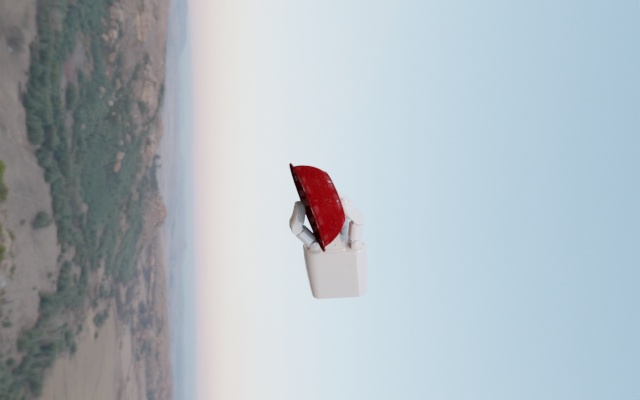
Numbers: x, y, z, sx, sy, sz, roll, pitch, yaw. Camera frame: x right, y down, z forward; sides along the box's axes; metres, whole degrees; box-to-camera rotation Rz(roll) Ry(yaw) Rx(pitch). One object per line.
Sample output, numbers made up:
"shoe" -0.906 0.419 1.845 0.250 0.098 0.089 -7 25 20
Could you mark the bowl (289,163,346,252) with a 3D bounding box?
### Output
"bowl" 0.000 0.002 0.811 0.055 0.162 0.162 -22 2 -6
